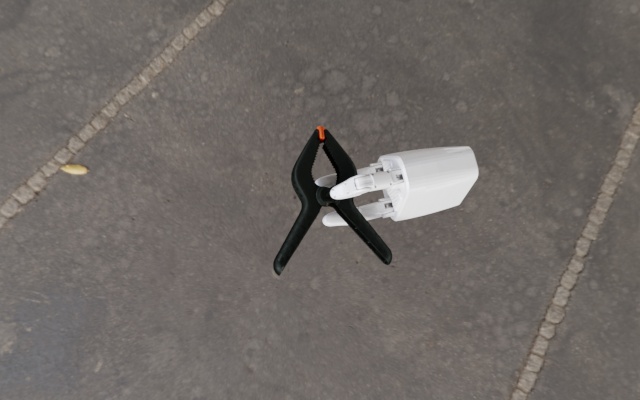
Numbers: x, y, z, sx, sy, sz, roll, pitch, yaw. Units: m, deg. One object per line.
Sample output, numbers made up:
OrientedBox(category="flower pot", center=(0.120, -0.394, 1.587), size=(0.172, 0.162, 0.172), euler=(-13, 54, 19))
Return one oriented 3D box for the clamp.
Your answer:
OrientedBox(category="clamp", center=(0.000, 0.001, 0.663), size=(0.164, 0.210, 0.036), euler=(-11, -9, -13))
